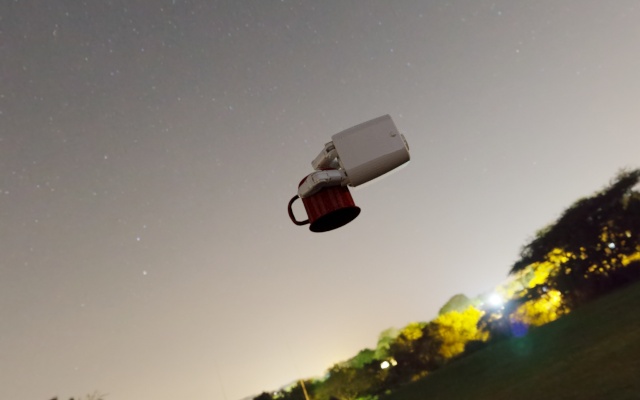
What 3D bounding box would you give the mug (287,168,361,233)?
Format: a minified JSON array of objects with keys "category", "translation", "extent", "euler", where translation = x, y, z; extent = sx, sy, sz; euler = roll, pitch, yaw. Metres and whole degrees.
[{"category":"mug","translation":[-0.001,0.003,0.812],"extent":[0.117,0.081,0.093],"euler":[-22,-22,1]}]
